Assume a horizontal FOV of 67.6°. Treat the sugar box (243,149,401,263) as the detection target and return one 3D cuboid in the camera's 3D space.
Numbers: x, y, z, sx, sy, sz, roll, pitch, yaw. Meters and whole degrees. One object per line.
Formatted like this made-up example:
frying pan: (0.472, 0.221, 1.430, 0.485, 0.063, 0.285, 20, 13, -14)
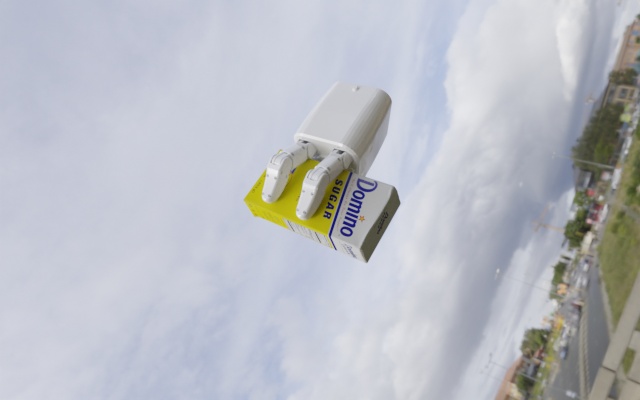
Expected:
sugar box: (0.000, 0.002, 0.596, 0.176, 0.093, 0.048, 18, -25, 30)
